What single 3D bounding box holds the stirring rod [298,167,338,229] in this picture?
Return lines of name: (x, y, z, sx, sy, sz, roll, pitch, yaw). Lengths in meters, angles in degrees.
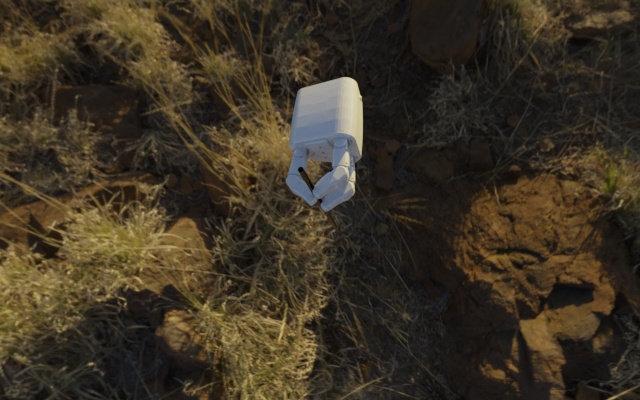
stirring rod: (0.000, 0.002, 0.749, 0.011, 0.011, 0.240, 0, -22, 14)
